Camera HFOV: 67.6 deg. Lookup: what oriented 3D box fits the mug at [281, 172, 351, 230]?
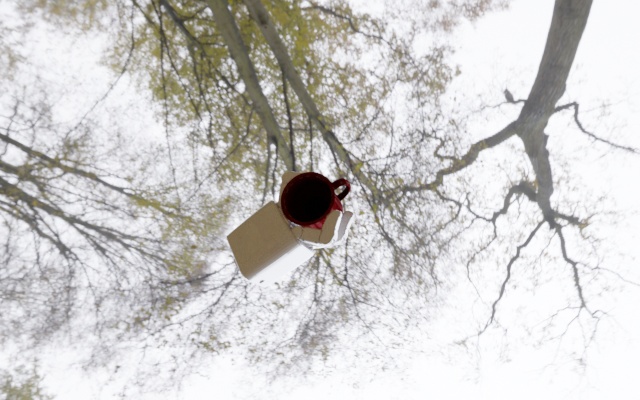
[{"bbox_3d":[0.001,0.002,0.807,0.117,0.093,0.081,-35,-26,3],"label":"mug"}]
